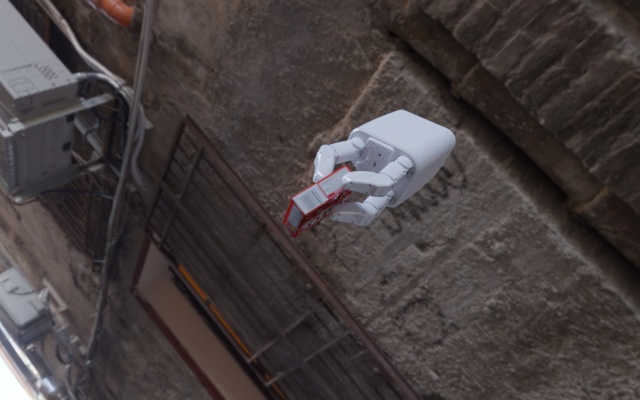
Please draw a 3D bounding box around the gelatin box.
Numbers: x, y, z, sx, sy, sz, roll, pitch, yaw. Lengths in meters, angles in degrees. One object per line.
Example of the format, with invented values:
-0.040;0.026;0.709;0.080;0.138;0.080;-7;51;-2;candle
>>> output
0.000;0.002;0.596;0.089;0.030;0.073;-32;-14;-26;gelatin box
